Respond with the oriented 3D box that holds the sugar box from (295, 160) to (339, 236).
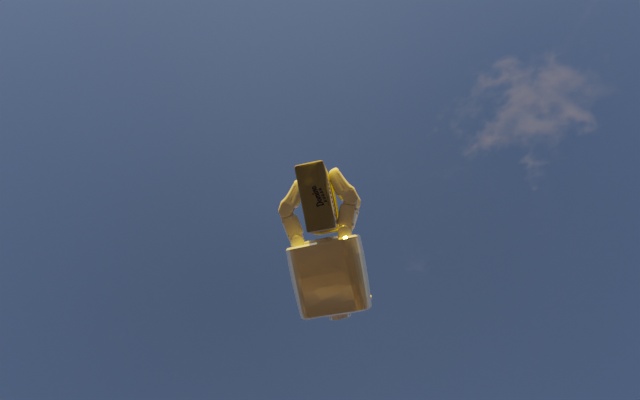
[{"bbox_3d":[0.001,0.002,0.710,0.048,0.093,0.176,-11,-6,1],"label":"sugar box"}]
